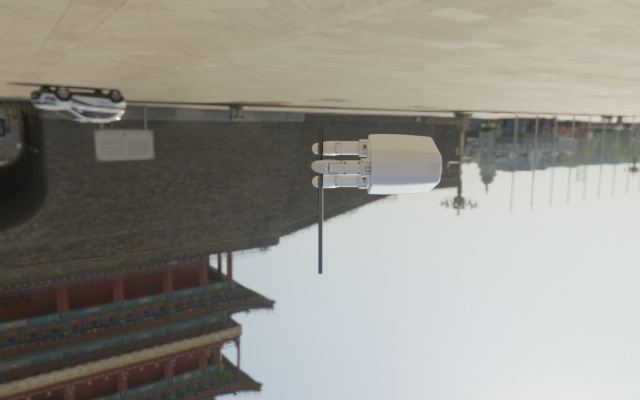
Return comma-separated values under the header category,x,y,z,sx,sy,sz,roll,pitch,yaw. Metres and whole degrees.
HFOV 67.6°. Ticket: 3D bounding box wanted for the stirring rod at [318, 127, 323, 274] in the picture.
category,x,y,z,sx,sy,sz,roll,pitch,yaw
stirring rod,0.000,0.002,0.777,0.011,0.239,0.011,0,9,0
